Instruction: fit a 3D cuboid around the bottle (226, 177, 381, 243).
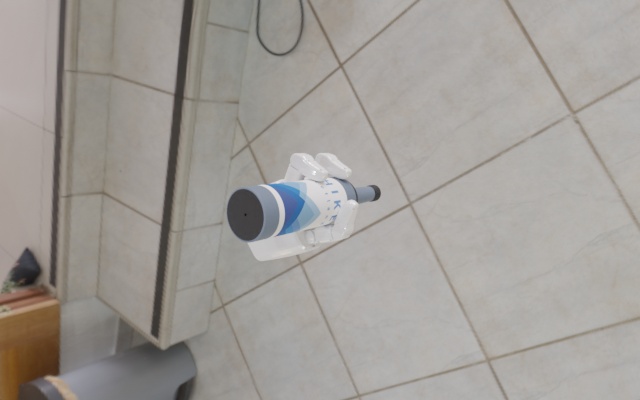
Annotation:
[{"bbox_3d":[0.000,0.002,0.678,0.069,0.069,0.295,0,6,38],"label":"bottle"}]
